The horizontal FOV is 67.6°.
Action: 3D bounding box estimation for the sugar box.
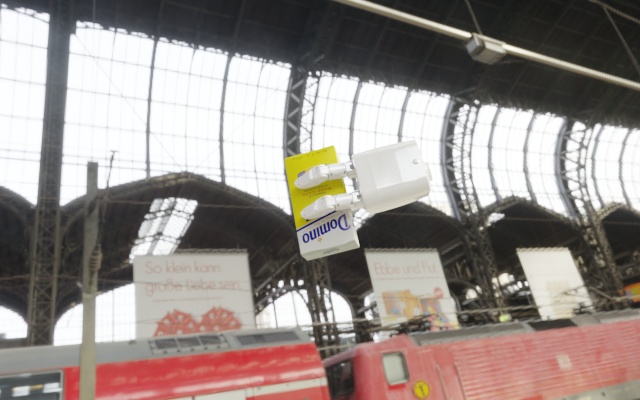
[{"bbox_3d":[0.000,0.002,0.795,0.093,0.176,0.048,-16,-25,9],"label":"sugar box"}]
